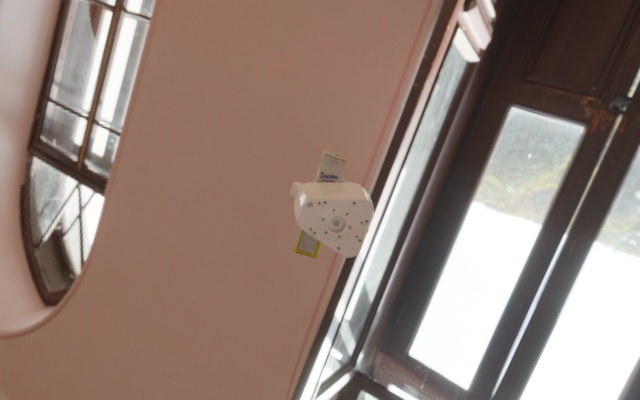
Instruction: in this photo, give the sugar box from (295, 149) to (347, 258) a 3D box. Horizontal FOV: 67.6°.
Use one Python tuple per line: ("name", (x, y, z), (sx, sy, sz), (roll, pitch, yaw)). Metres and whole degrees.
("sugar box", (0.001, 0.003, 0.837), (0.048, 0.176, 0.093), (19, 11, -5))
